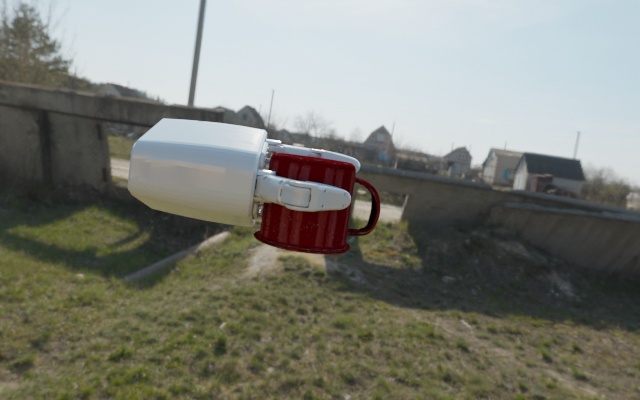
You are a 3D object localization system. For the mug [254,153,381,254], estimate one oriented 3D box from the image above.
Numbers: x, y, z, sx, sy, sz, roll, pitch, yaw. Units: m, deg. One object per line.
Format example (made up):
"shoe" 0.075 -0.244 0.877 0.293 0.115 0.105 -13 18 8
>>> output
"mug" 0.002 0.001 0.453 0.117 0.081 0.093 8 6 -6
